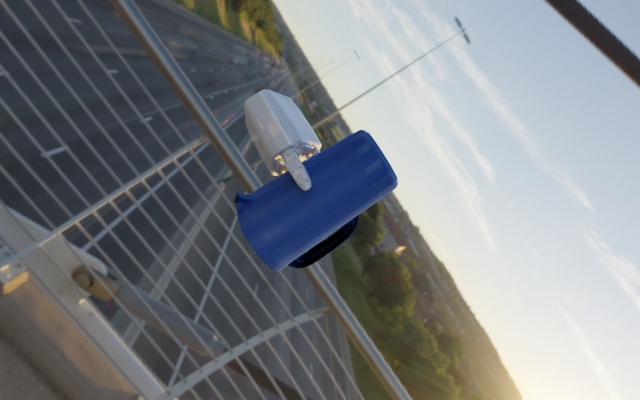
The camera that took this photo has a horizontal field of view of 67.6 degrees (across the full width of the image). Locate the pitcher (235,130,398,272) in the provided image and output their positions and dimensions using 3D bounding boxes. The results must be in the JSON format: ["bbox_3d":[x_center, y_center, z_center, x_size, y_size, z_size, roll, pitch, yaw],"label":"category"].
[{"bbox_3d":[0.000,0.002,0.760,0.243,0.145,0.149,-32,-10,5],"label":"pitcher"}]
